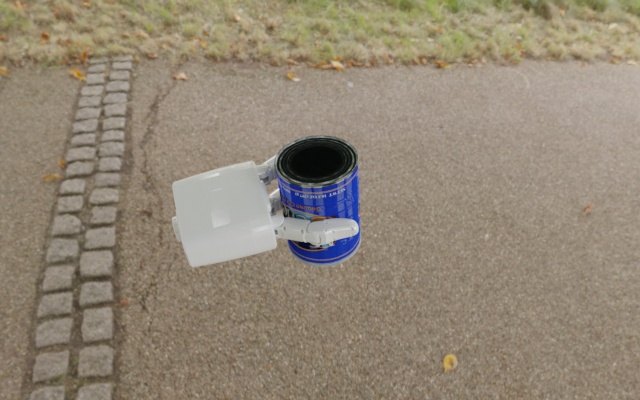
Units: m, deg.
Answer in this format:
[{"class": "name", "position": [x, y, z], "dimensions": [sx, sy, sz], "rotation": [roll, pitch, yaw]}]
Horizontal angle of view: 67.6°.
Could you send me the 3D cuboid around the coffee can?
[{"class": "coffee can", "position": [0.000, 0.002, 0.618], "dimensions": [0.103, 0.140, 0.102], "rotation": [-3, 42, 3]}]
